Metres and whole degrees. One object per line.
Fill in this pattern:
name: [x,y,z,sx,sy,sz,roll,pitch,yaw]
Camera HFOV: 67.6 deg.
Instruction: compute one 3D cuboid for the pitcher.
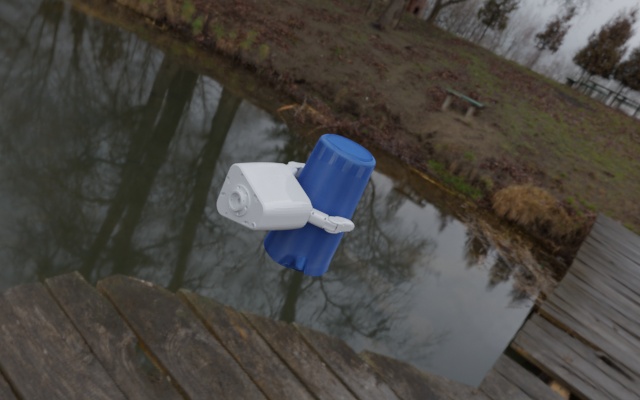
pitcher: [0.000,0.003,0.878,0.145,0.243,0.149,-1,35,-49]
